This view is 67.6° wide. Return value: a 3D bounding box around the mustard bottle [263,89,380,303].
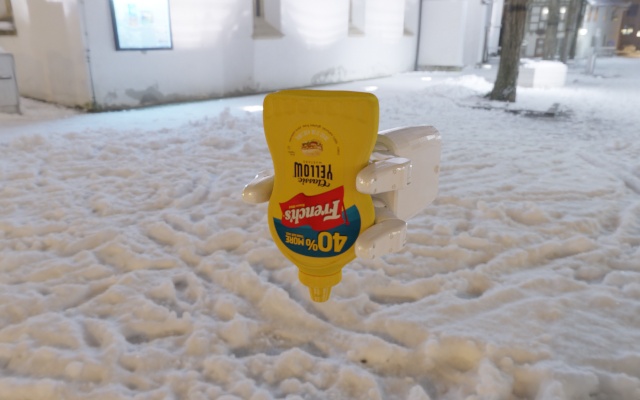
[{"bbox_3d":[0.000,0.001,0.423,0.096,0.192,0.058,5,19,14],"label":"mustard bottle"}]
